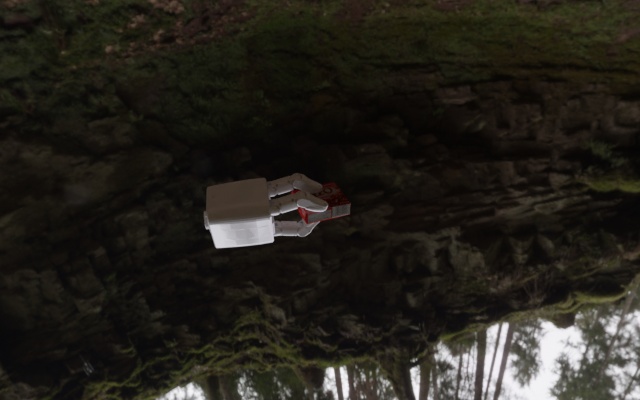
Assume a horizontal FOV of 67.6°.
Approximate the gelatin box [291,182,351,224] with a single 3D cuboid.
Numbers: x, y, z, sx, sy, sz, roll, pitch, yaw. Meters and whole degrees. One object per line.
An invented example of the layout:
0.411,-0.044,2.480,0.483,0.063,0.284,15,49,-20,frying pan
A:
0.000,0.003,0.871,0.089,0.030,0.073,-12,38,-20,gelatin box
